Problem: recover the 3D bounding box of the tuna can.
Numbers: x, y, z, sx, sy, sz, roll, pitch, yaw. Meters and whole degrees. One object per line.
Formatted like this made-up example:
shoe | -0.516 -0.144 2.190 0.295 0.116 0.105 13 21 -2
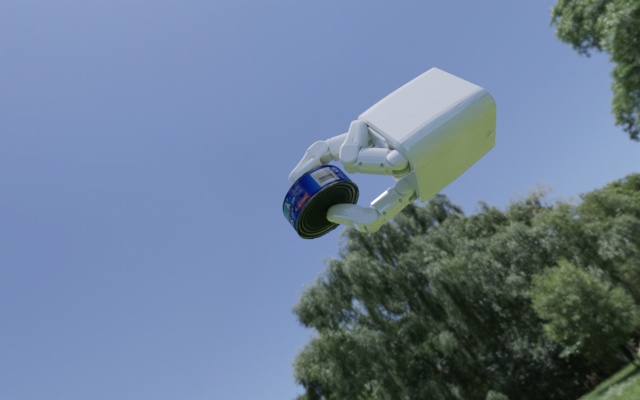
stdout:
tuna can | 0.000 0.001 0.541 0.086 0.086 0.033 0 40 -48
